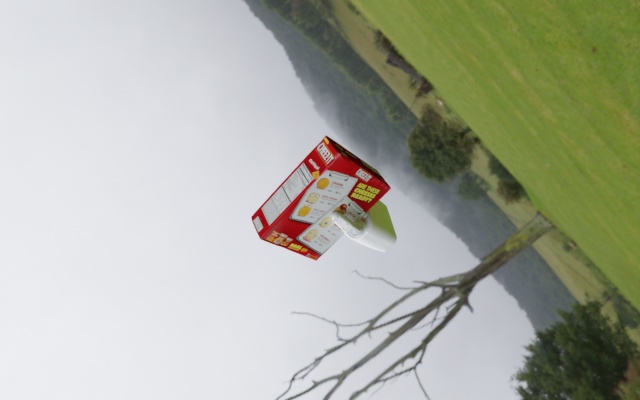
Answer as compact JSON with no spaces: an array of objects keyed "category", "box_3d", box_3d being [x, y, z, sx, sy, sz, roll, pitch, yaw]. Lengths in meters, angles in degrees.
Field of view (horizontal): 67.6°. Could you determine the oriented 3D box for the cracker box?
[{"category":"cracker box","box_3d":[0.000,0.003,0.894,0.164,0.214,0.072,28,22,-45]}]
